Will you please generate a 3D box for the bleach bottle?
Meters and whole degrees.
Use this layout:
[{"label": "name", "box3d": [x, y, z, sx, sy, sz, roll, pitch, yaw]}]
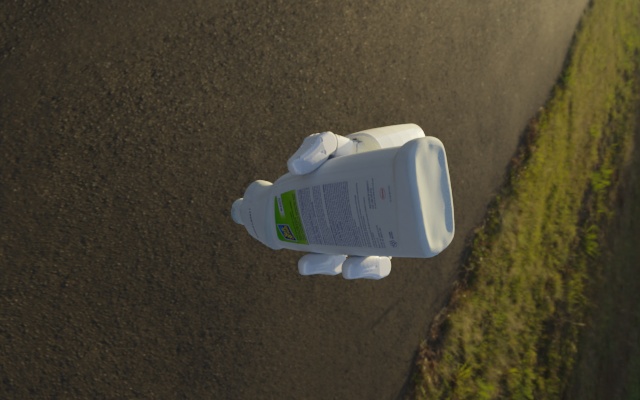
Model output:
[{"label": "bleach bottle", "box3d": [0.000, 0.002, 0.473, 0.251, 0.102, 0.068, -2, 13, 41]}]
